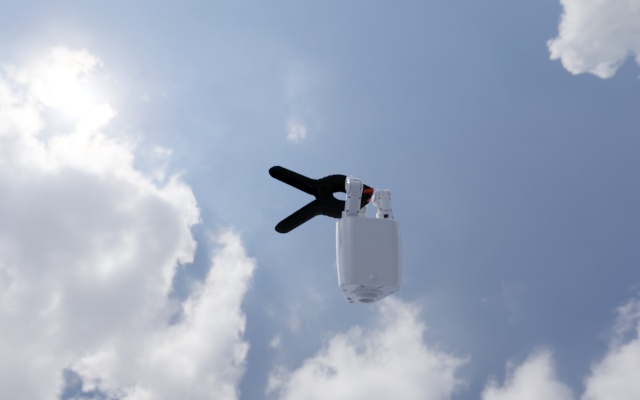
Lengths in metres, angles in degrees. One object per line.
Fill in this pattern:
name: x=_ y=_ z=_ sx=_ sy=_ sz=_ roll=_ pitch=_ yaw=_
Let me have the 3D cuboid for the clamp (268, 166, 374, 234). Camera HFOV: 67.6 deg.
clamp: x=0.000 y=0.003 z=0.756 sx=0.171 sy=0.120 sz=0.039 roll=4 pitch=-27 yaw=-5
